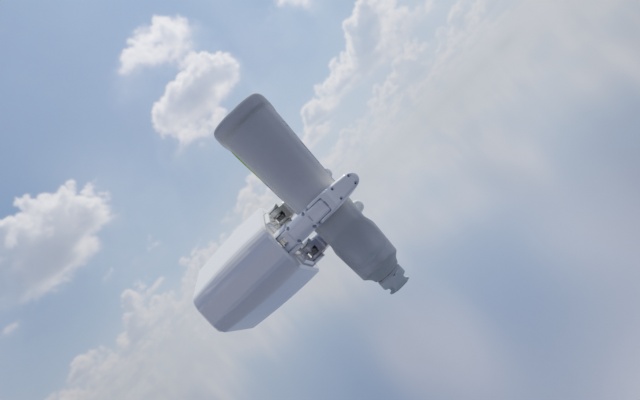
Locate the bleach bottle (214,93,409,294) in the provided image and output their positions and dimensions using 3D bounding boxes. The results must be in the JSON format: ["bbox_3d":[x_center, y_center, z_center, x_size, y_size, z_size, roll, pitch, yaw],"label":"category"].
[{"bbox_3d":[0.000,0.002,0.514,0.068,0.251,0.102,-43,-1,2],"label":"bleach bottle"}]
